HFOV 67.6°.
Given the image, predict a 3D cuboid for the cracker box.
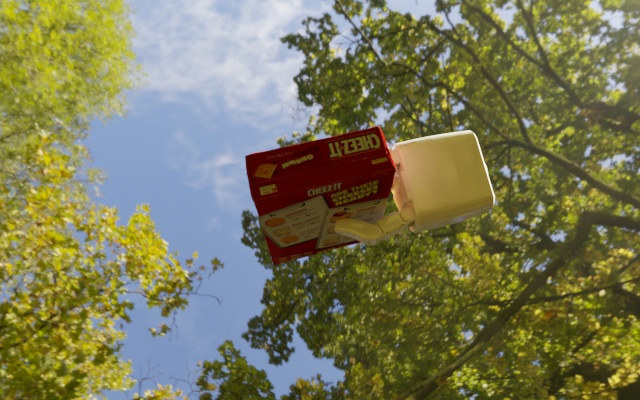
[{"bbox_3d":[0.000,0.002,0.627,0.164,0.072,0.214,-14,-26,-6],"label":"cracker box"}]
